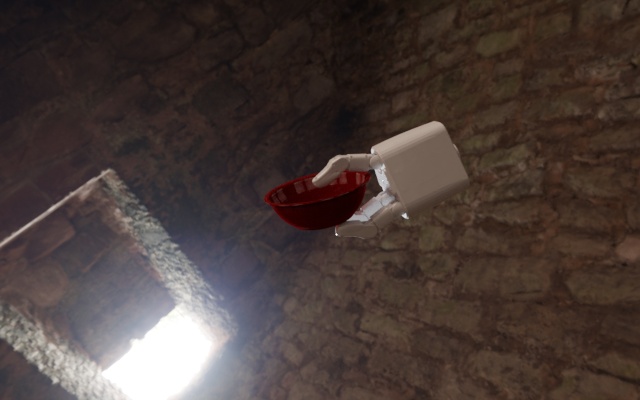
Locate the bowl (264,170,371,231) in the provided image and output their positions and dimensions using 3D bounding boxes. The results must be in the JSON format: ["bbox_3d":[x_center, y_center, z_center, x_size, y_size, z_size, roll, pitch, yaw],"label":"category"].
[{"bbox_3d":[-0.001,0.003,0.713,0.162,0.055,0.162,-12,16,3],"label":"bowl"}]
